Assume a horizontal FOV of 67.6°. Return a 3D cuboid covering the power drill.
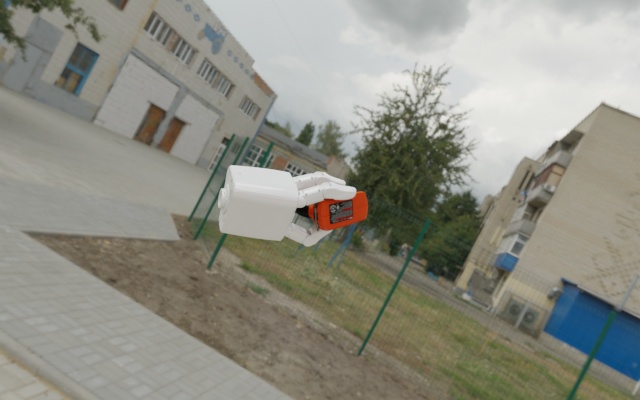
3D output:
[{"bbox_3d":[0.000,0.003,0.893,0.184,0.057,0.187,-15,16,-34],"label":"power drill"}]
